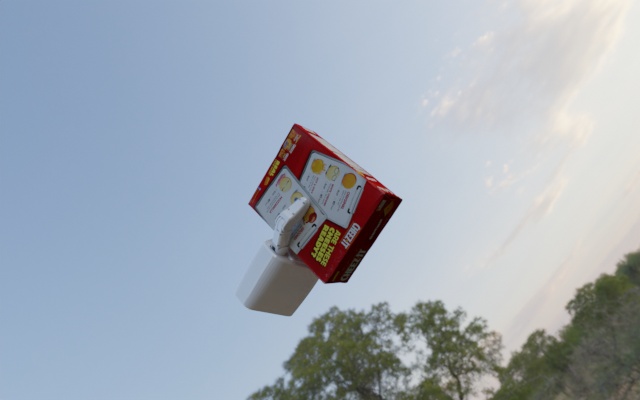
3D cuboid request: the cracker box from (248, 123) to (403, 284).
[{"bbox_3d":[0.000,0.002,0.761,0.213,0.164,0.072,41,17,33],"label":"cracker box"}]
